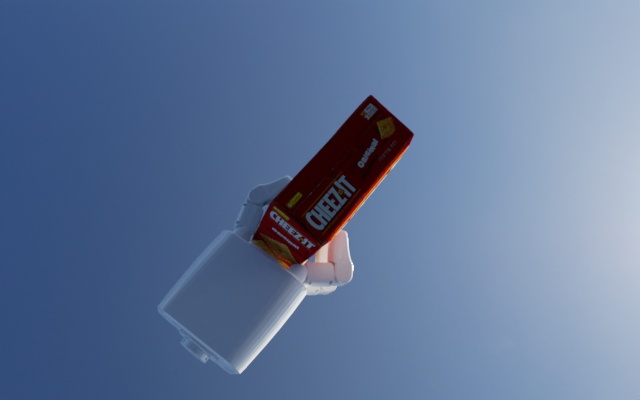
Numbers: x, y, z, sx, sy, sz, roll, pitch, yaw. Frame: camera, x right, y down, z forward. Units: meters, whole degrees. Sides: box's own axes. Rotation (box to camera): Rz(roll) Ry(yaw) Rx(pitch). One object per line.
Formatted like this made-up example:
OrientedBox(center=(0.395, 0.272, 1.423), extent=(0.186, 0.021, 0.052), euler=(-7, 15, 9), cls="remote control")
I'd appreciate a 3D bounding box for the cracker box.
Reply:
OrientedBox(center=(0.000, 0.002, 0.550), extent=(0.072, 0.164, 0.214), euler=(40, -25, 0), cls="cracker box")
